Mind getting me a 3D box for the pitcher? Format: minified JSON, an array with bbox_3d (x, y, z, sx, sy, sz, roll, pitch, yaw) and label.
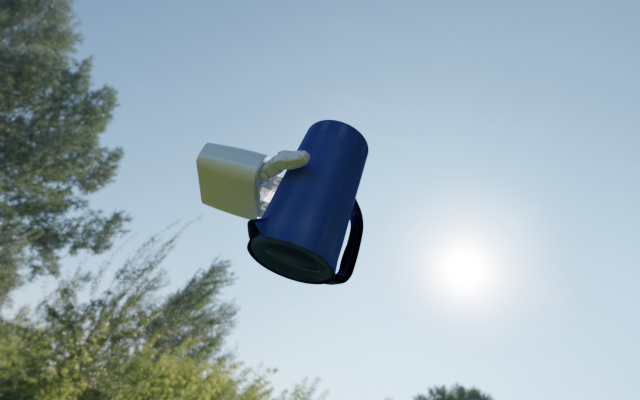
[{"bbox_3d":[0.000,0.002,0.738,0.145,0.242,0.149,13,-31,14],"label":"pitcher"}]
